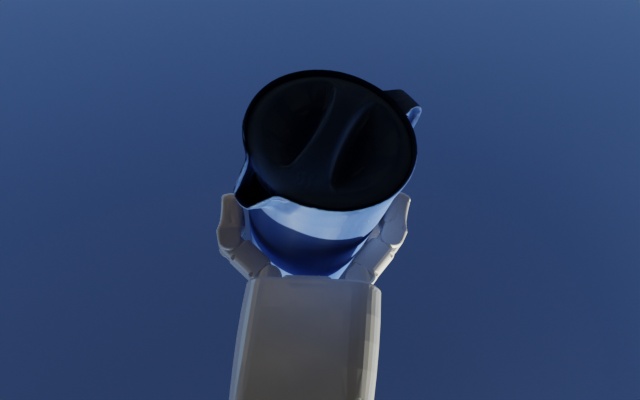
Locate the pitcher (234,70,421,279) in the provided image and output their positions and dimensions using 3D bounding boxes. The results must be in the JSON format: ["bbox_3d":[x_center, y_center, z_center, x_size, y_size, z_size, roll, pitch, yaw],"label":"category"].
[{"bbox_3d":[0.000,0.002,0.459,0.149,0.145,0.243,8,-30,-5],"label":"pitcher"}]
